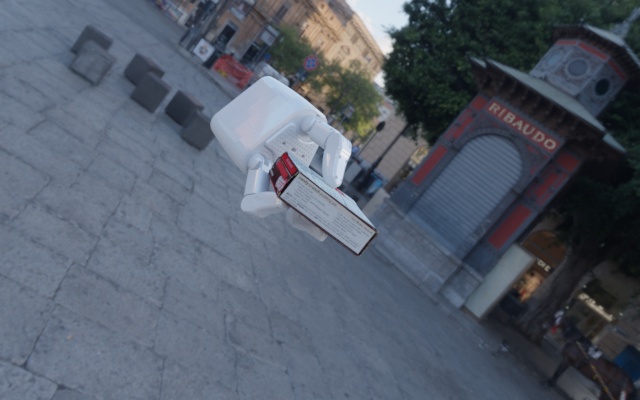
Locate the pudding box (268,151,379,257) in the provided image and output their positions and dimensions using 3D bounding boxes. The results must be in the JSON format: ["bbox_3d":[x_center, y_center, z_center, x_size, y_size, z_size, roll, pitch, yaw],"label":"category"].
[{"bbox_3d":[0.000,0.002,0.510,0.113,0.039,0.090,35,9,-20],"label":"pudding box"}]
